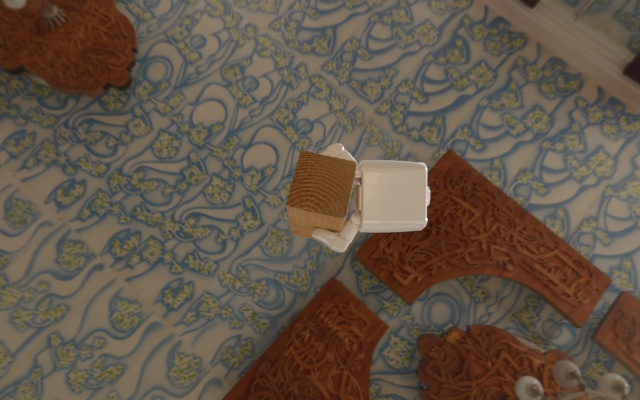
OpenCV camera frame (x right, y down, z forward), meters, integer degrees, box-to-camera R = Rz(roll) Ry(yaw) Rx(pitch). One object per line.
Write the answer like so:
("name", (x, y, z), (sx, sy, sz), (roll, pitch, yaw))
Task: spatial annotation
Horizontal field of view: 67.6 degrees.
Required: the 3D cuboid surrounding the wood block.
("wood block", (0.000, 0.003, 0.790), (0.090, 0.090, 0.206), (13, -16, 2))
